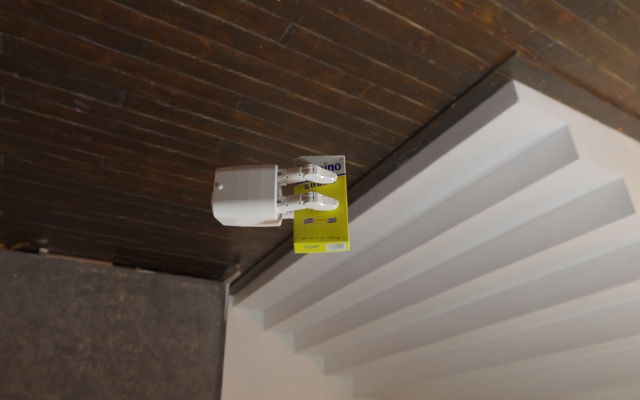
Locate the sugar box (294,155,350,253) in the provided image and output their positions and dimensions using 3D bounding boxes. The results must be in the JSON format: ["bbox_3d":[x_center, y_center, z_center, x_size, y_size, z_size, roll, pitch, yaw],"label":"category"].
[{"bbox_3d":[0.000,0.003,0.828,0.093,0.176,0.048,-2,-29,-1],"label":"sugar box"}]
